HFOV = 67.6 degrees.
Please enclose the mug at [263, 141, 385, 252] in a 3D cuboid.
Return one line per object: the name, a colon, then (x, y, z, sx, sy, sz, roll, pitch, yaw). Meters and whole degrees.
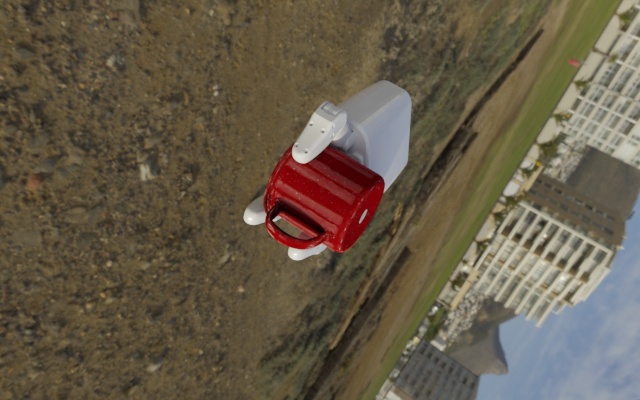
mug: (-0.001, 0.002, 0.439, 0.081, 0.093, 0.117, 31, 48, 18)
